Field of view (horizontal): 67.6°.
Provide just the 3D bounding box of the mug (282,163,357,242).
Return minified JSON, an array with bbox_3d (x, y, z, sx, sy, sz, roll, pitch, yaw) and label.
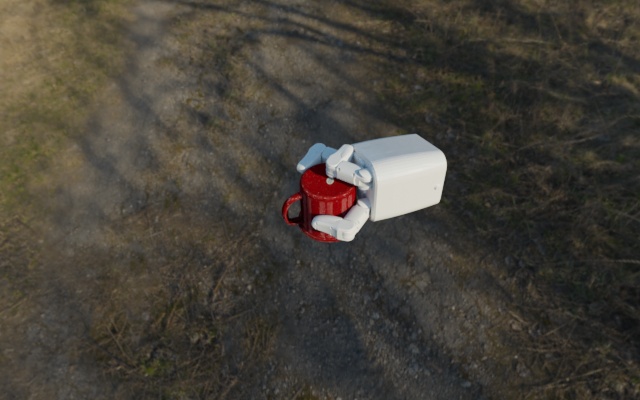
[{"bbox_3d":[-0.001,0.002,0.690,0.117,0.082,0.093,-13,45,-12],"label":"mug"}]
